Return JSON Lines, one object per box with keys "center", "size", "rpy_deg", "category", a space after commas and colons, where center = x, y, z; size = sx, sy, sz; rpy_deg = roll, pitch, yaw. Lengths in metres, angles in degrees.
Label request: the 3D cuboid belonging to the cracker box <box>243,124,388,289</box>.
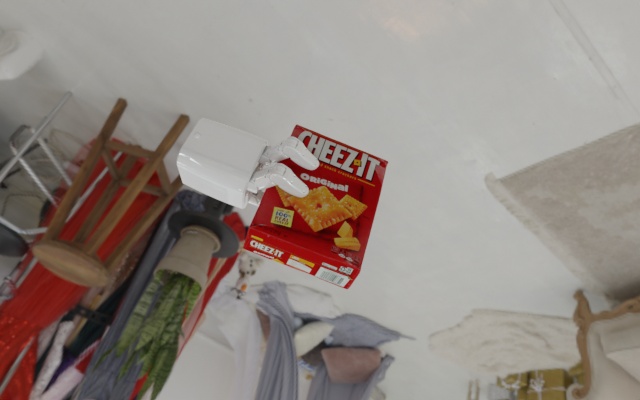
{"center": [0.000, 0.003, 0.717], "size": [0.164, 0.213, 0.072], "rpy_deg": [22, -37, -3], "category": "cracker box"}
